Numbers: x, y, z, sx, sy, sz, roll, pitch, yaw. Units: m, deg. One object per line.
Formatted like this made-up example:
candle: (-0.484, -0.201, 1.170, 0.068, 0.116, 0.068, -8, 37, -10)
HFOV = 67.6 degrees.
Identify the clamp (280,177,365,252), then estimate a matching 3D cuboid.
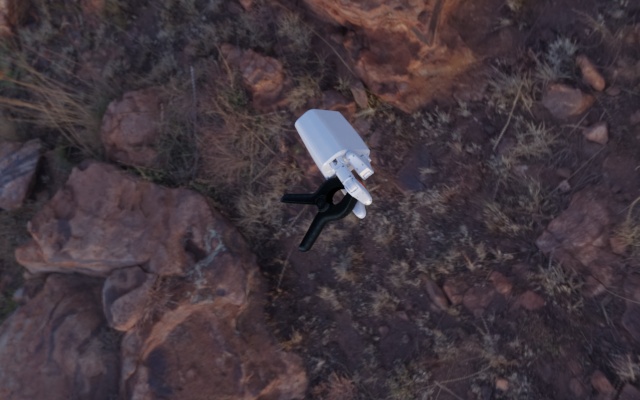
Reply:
clamp: (0.000, 0.003, 0.889, 0.171, 0.120, 0.039, -39, -19, 16)
